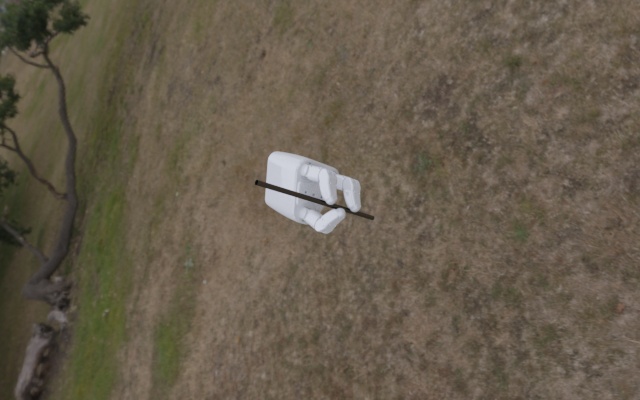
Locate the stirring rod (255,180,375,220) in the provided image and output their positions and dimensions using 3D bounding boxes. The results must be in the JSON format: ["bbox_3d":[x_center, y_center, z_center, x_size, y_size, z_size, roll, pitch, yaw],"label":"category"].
[{"bbox_3d":[0.000,0.002,0.740,0.239,0.011,0.011,17,-11,-39],"label":"stirring rod"}]
